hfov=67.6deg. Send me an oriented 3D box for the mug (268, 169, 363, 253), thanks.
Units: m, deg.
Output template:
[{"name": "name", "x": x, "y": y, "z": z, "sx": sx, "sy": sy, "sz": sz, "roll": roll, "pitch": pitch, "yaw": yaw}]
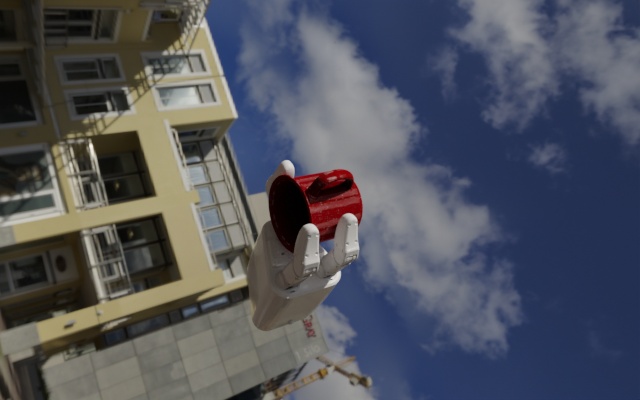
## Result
[{"name": "mug", "x": 0.001, "y": 0.001, "z": 0.561, "sx": 0.081, "sy": 0.093, "sz": 0.117, "roll": -13, "pitch": -30, "yaw": -34}]
